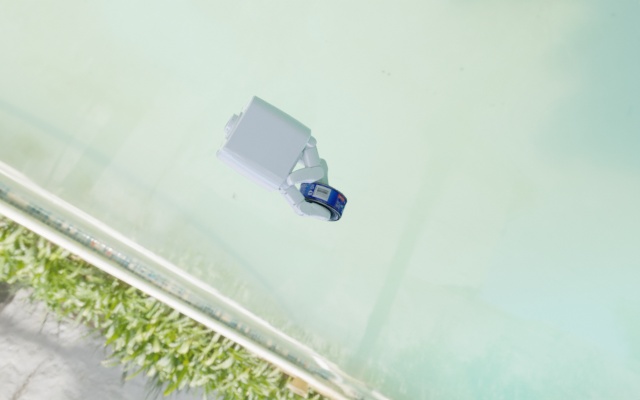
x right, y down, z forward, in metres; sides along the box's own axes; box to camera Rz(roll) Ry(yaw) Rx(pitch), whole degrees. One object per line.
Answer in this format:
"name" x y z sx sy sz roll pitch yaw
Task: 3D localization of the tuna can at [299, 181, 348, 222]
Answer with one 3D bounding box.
"tuna can" 0.000 0.003 0.806 0.086 0.033 0.086 18 -21 7
